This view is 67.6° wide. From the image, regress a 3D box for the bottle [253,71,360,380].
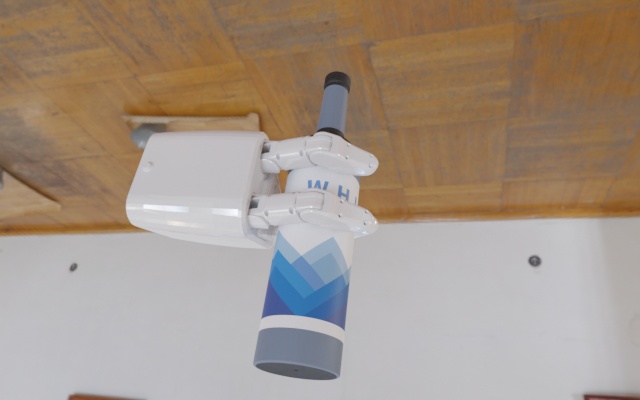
[{"bbox_3d":[0.000,0.002,0.430,0.069,0.295,0.069,6,-29,3],"label":"bottle"}]
